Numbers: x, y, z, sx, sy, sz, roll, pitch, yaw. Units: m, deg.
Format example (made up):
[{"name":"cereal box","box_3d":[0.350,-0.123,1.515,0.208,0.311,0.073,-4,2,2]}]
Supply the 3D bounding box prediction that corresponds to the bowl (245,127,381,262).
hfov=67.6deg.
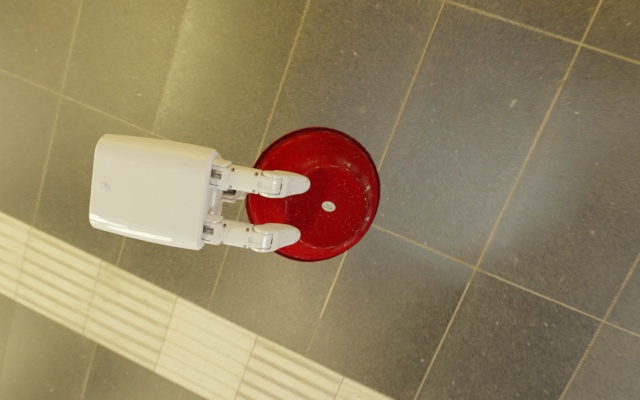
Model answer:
[{"name":"bowl","box_3d":[0.001,0.002,0.530,0.162,0.162,0.055,0,14,-15]}]
